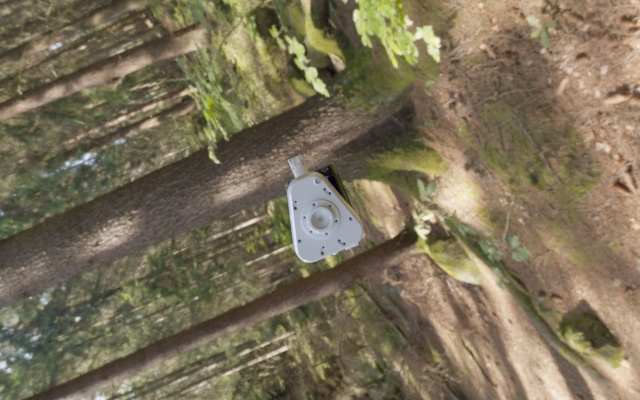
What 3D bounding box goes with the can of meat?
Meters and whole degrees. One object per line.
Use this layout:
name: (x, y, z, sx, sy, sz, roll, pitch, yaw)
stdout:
can of meat: (0.000, 0.002, 0.754, 0.084, 0.102, 0.057, -23, 7, -1)
